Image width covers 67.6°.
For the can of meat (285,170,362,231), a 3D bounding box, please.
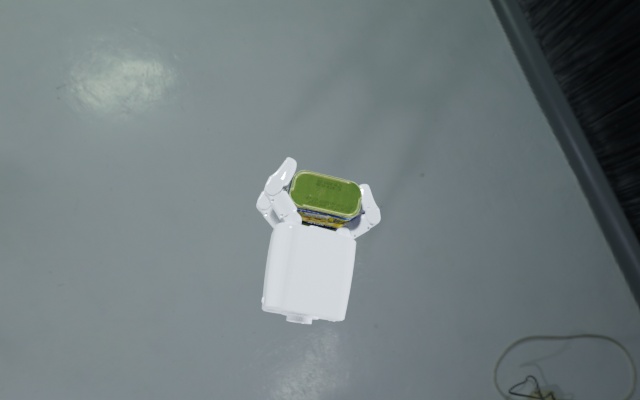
[{"bbox_3d":[0.000,0.002,0.659,0.102,0.057,0.084,13,-17,-8],"label":"can of meat"}]
